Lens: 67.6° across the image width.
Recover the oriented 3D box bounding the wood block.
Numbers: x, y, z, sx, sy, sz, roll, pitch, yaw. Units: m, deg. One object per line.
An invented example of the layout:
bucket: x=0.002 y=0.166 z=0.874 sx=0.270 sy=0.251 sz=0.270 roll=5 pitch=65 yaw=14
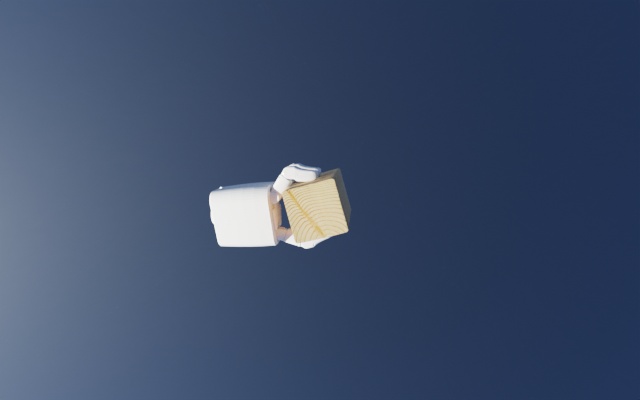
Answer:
wood block: x=0.000 y=0.003 z=0.858 sx=0.090 sy=0.091 sz=0.206 roll=-14 pitch=7 yaw=7
